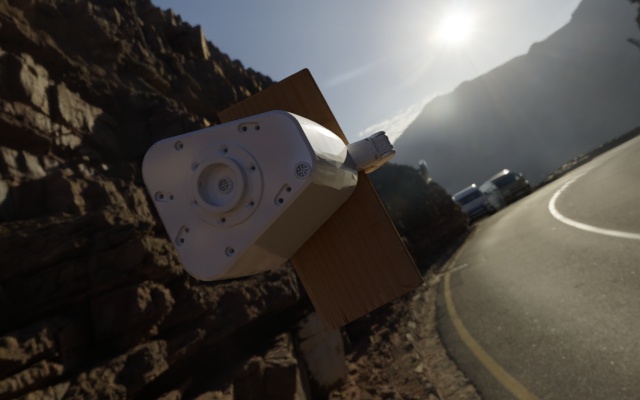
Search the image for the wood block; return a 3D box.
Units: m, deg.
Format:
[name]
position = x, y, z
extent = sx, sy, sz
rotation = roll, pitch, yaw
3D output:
[wood block]
position = 0.000, 0.001, 0.435
extent = 0.091, 0.206, 0.090
rotation = -27, -8, 0
